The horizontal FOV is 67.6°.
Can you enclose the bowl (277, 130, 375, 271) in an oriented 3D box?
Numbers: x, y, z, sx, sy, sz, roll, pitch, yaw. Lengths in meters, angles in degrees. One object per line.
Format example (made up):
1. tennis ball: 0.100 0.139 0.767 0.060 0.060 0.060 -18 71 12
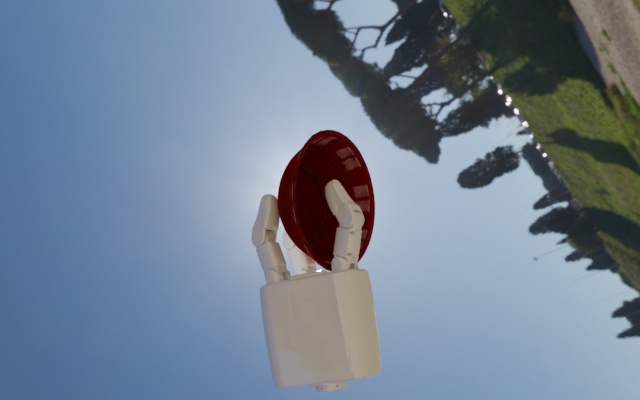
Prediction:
1. bowl: 0.000 0.001 0.556 0.055 0.162 0.162 -5 -3 37
